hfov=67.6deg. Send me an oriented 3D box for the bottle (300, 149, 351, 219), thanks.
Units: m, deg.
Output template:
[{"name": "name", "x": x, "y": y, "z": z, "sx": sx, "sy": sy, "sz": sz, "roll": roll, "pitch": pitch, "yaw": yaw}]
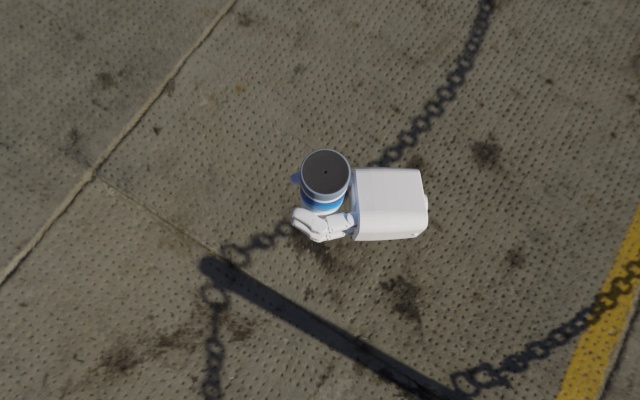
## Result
[{"name": "bottle", "x": 0.000, "y": 0.002, "z": 0.768, "sx": 0.069, "sy": 0.069, "sz": 0.296, "roll": 0, "pitch": -16, "yaw": -3}]
